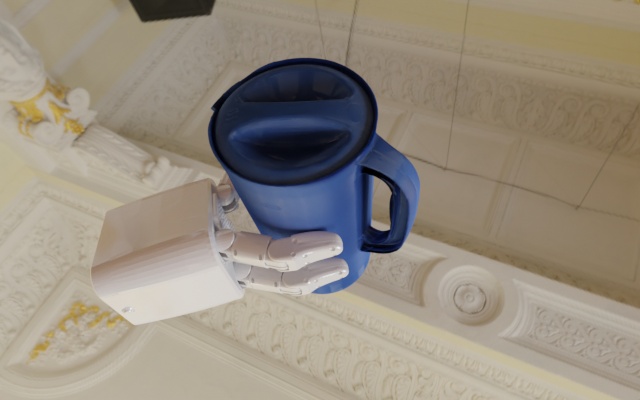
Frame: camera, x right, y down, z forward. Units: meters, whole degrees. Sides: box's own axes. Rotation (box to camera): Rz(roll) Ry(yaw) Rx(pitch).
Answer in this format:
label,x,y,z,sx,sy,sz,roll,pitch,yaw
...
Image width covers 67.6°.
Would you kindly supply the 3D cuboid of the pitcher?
label,x,y,z,sx,sy,sz,roll,pitch,yaw
pitcher,0.000,0.002,0.458,0.145,0.149,0.243,-17,-34,-3
